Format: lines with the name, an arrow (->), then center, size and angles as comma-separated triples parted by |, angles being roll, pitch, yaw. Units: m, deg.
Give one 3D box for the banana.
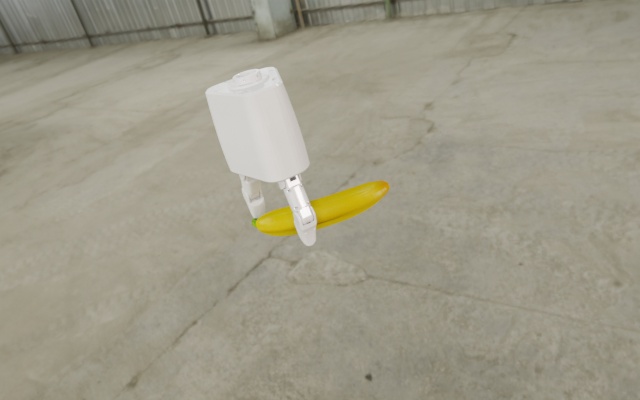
banana -> -0.003, 0.011, 0.627 | 0.198, 0.037, 0.069 | -14, 26, 6
